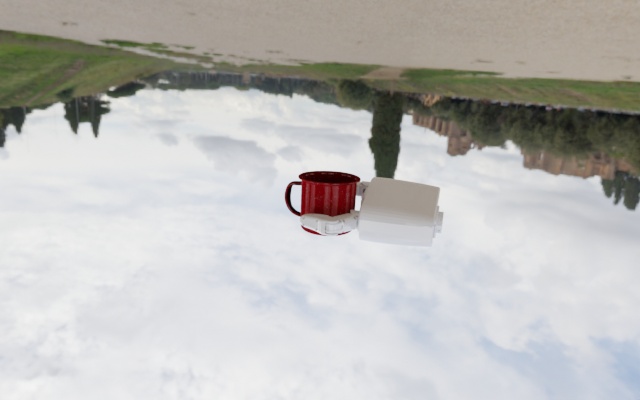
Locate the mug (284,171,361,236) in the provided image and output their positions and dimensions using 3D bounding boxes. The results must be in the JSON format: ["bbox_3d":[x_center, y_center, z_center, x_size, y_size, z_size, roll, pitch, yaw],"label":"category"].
[{"bbox_3d":[-0.001,0.002,0.720,0.117,0.081,0.093,7,15,16],"label":"mug"}]
